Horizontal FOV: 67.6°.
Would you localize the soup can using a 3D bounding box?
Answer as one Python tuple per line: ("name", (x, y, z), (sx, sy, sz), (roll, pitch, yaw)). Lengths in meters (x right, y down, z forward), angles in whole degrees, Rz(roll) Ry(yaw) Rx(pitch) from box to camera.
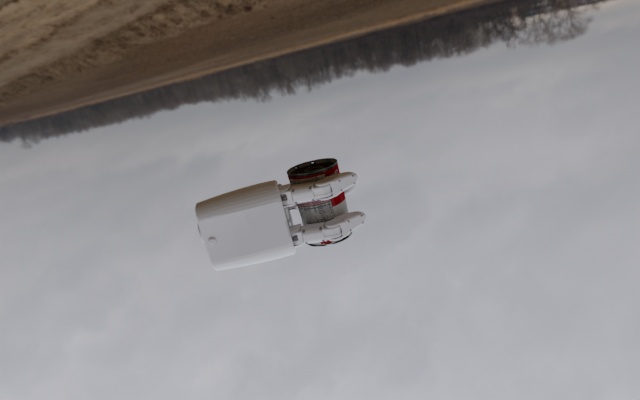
("soup can", (0.001, 0.002, 0.636), (0.068, 0.102, 0.068), (-12, 16, 4))
